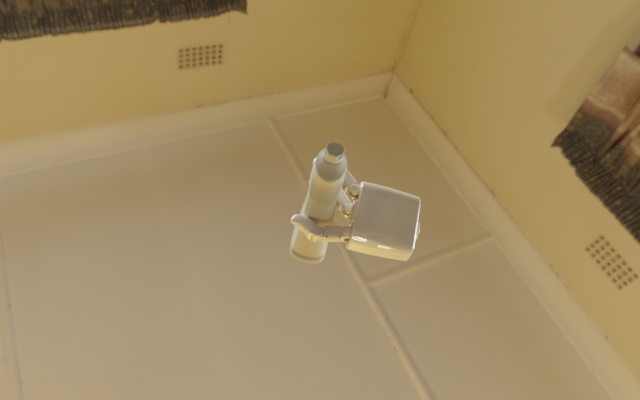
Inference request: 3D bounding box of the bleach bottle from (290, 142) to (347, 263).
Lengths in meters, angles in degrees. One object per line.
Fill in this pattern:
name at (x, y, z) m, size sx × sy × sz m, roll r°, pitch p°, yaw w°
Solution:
bleach bottle at (0.000, 0.003, 0.812) m, size 0.068 × 0.102 × 0.251 m, roll 13°, pitch -38°, yaw -2°
